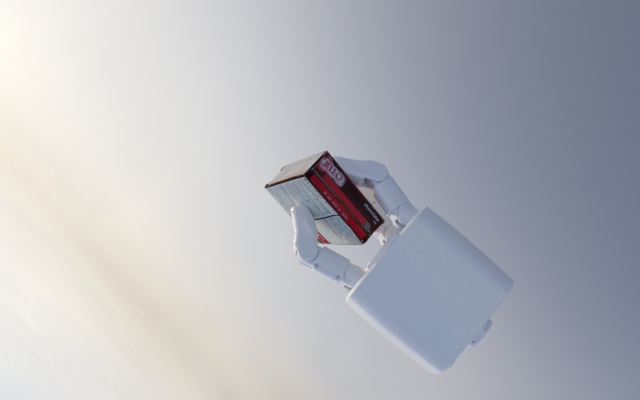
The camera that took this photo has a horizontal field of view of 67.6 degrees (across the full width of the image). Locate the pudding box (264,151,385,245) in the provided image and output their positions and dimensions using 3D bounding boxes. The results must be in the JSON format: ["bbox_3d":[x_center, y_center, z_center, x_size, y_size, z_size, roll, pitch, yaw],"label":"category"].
[{"bbox_3d":[0.000,0.002,0.484,0.039,0.090,0.113,-46,15,-23],"label":"pudding box"}]
